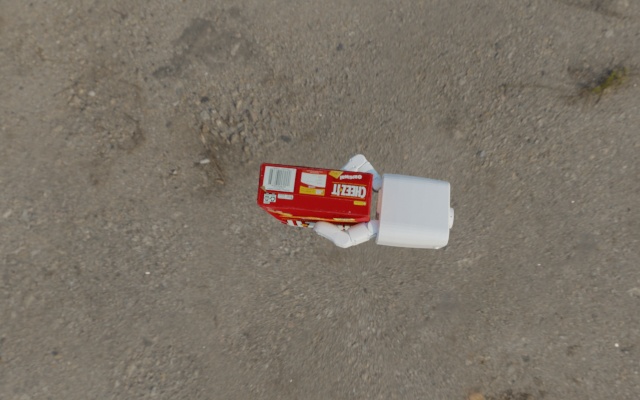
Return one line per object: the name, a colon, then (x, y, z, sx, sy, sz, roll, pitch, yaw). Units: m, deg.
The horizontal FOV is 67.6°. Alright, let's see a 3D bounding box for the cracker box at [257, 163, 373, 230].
cracker box: (0.000, 0.002, 0.772, 0.164, 0.072, 0.214, 5, -9, 6)
